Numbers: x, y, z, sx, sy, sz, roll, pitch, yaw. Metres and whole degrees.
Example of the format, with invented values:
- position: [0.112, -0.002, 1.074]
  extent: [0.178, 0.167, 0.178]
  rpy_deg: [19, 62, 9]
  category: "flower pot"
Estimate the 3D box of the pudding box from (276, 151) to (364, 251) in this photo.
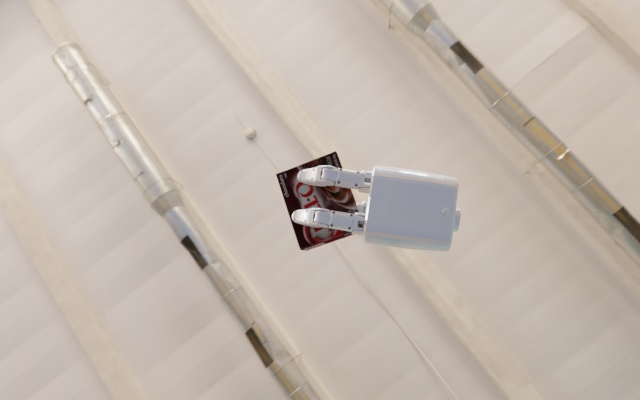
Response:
- position: [0.000, 0.002, 0.649]
  extent: [0.090, 0.113, 0.039]
  rpy_deg: [-20, -14, 6]
  category: "pudding box"
